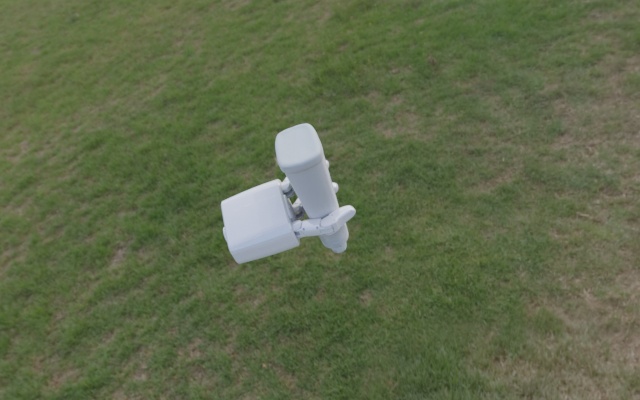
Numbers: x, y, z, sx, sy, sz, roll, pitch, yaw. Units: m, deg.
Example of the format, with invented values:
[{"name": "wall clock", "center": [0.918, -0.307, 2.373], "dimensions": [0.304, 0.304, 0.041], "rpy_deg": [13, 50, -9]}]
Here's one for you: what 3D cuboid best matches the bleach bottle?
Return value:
[{"name": "bleach bottle", "center": [0.000, 0.002, 0.779], "dimensions": [0.068, 0.251, 0.102], "rpy_deg": [-19, 41, 3]}]
